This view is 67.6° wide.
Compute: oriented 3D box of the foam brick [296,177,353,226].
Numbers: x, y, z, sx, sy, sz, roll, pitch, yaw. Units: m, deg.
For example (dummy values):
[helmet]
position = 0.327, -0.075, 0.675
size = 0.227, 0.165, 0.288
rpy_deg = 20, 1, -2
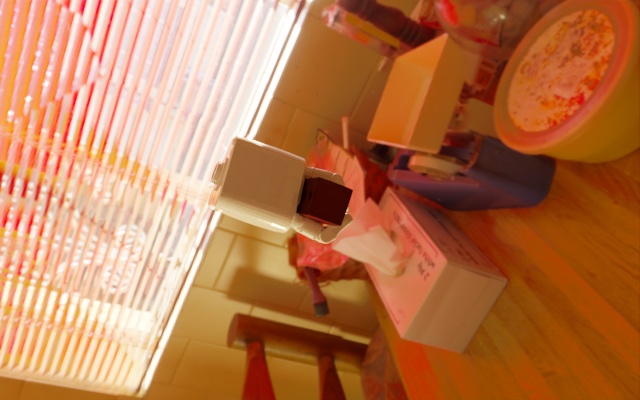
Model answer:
[foam brick]
position = 0.000, 0.002, 0.656
size = 0.051, 0.053, 0.078
rpy_deg = 21, -8, -19
